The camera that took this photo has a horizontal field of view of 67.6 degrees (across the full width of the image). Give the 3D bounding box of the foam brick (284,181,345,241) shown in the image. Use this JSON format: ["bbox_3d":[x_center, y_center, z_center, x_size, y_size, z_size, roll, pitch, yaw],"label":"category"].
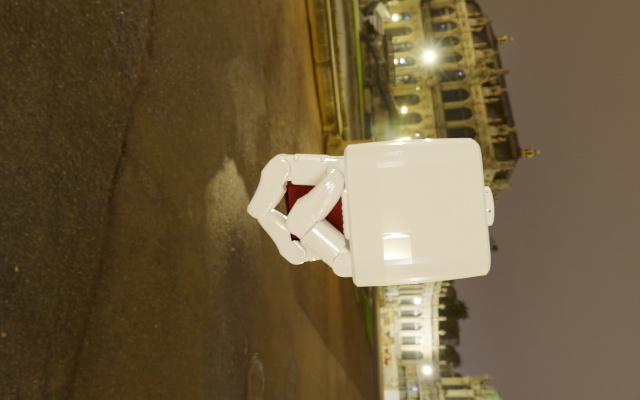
[{"bbox_3d":[0.000,0.001,0.448,0.051,0.053,0.078,-5,13,8],"label":"foam brick"}]
